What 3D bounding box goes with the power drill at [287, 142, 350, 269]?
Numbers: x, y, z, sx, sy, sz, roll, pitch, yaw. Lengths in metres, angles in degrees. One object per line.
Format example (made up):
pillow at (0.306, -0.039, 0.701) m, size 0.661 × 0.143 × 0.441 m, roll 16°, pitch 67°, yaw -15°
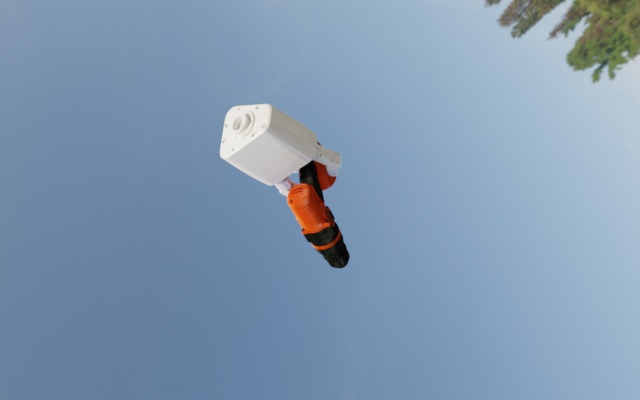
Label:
power drill at (0.000, 0.002, 0.818) m, size 0.057 × 0.185 × 0.187 m, roll -19°, pitch 40°, yaw 11°
